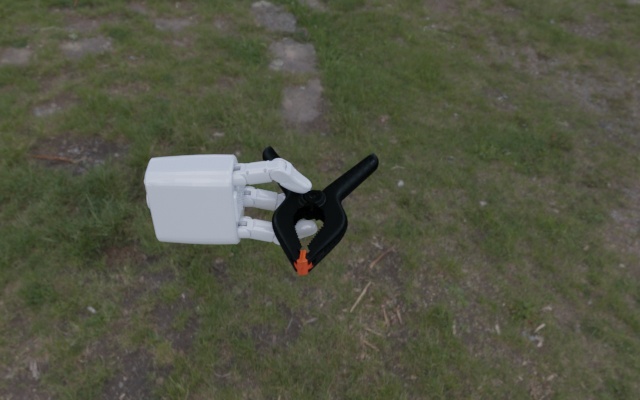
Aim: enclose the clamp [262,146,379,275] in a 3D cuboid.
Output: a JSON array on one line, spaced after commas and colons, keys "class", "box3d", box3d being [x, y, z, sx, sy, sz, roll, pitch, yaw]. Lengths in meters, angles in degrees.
[{"class": "clamp", "box3d": [0.000, 0.002, 0.619, 0.164, 0.209, 0.036, -1, -43, 1]}]
